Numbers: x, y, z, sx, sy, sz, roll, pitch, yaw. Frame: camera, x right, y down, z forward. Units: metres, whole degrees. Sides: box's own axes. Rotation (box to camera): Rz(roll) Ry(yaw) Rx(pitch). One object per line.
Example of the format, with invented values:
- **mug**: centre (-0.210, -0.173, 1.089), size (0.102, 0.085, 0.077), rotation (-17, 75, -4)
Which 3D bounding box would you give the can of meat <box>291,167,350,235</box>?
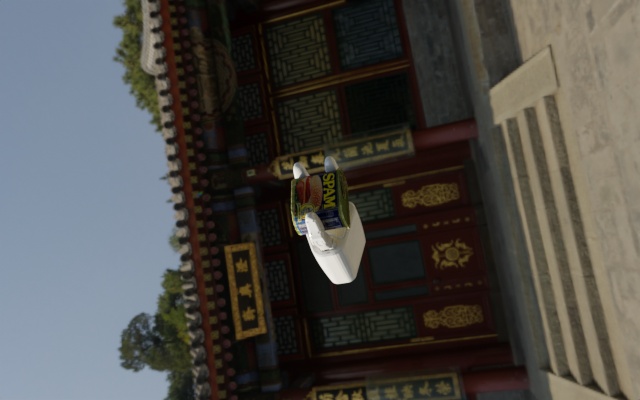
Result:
- **can of meat**: centre (0.000, 0.003, 0.777), size (0.084, 0.102, 0.057), rotation (-11, -37, 13)
